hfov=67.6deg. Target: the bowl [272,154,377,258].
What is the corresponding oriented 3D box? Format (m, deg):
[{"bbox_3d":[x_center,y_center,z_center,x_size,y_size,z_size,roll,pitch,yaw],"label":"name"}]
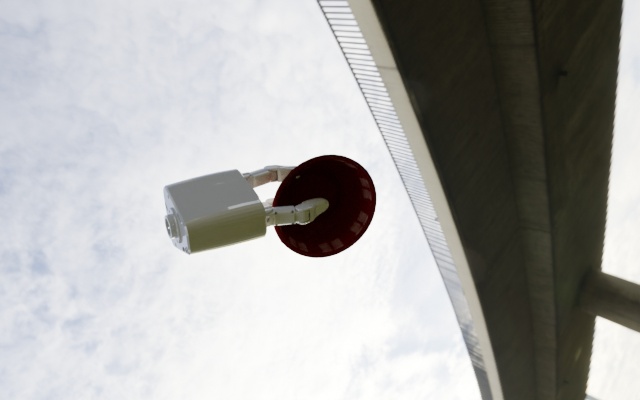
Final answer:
[{"bbox_3d":[0.001,0.002,0.713,0.162,0.162,0.055,0,21,-20],"label":"bowl"}]
